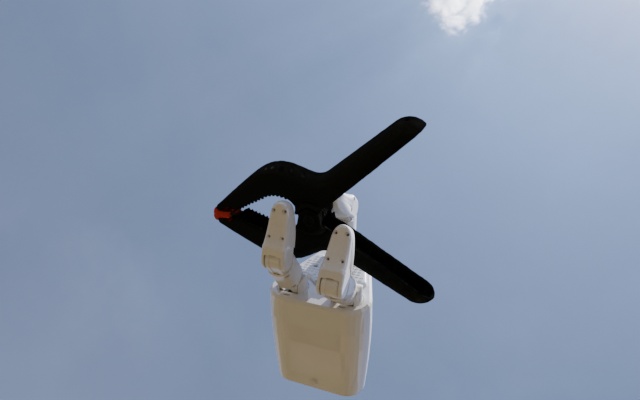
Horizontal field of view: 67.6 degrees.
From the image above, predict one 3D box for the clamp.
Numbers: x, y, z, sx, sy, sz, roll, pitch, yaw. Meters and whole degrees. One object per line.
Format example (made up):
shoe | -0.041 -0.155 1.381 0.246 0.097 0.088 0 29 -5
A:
clamp | 0.000 0.001 0.421 0.210 0.165 0.036 8 26 20
